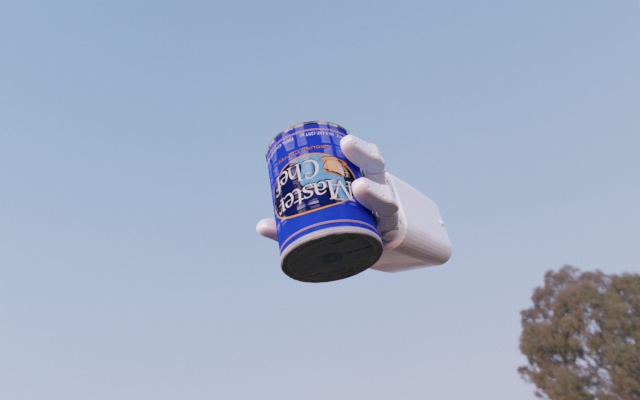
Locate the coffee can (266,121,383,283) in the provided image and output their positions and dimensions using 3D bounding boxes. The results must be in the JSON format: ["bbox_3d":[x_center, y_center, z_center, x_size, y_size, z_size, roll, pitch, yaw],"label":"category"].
[{"bbox_3d":[0.000,0.002,0.507,0.103,0.140,0.103,-8,-34,-5],"label":"coffee can"}]
